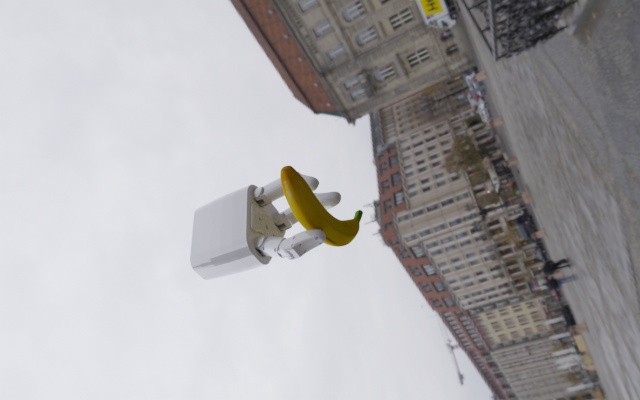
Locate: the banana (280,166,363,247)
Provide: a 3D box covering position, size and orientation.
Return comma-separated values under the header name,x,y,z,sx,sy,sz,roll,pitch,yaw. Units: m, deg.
name,x,y,z,sx,sy,sz,roll,pitch,yaw
banana,0.003,0.020,0.630,0.037,0.069,0.198,-17,-26,25
